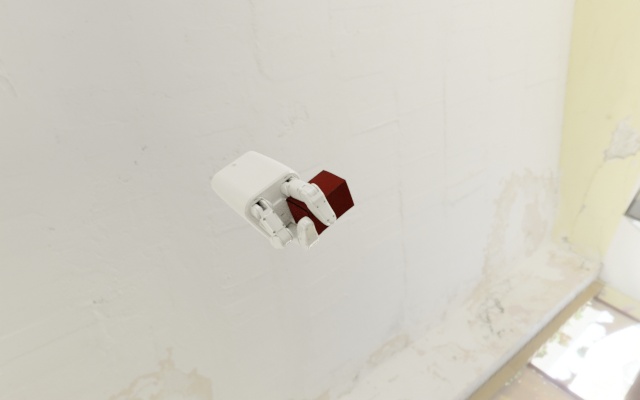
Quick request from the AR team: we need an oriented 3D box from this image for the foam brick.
[{"bbox_3d":[0.000,0.002,0.690,0.078,0.053,0.051,-38,42,-22],"label":"foam brick"}]
